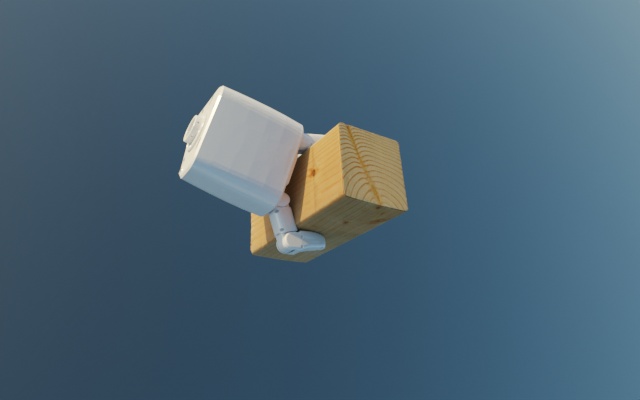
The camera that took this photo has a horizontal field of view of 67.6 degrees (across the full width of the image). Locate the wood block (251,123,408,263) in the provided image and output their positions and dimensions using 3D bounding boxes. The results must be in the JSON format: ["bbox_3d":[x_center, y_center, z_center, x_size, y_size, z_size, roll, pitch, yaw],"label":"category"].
[{"bbox_3d":[0.000,0.002,0.591,0.090,0.090,0.206,13,-29,-32],"label":"wood block"}]
